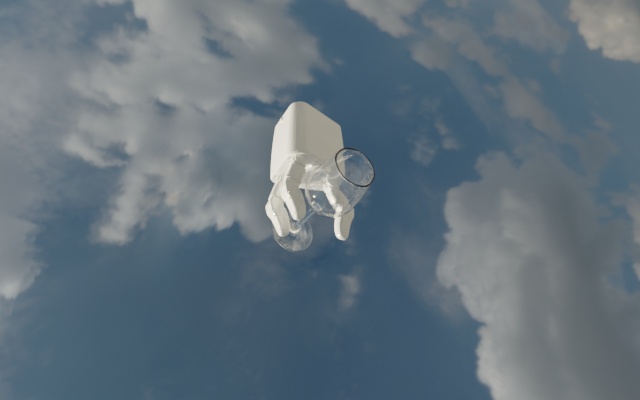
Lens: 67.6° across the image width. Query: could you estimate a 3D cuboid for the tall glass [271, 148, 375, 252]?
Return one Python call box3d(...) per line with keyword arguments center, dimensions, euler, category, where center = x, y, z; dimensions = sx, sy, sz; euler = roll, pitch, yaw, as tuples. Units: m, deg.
box3d(center=(0.000, 0.003, 0.708), dimensions=(0.079, 0.079, 0.201), euler=(0, -28, -32), category="tall glass")
